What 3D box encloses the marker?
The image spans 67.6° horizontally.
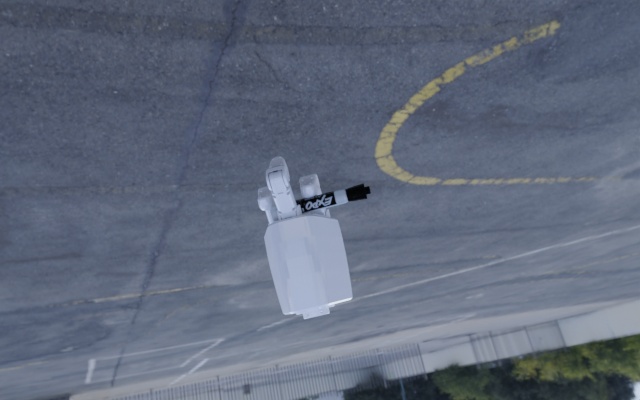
[{"bbox_3d":[0.000,0.002,0.569,0.121,0.020,0.020,-14,-2,6],"label":"marker"}]
